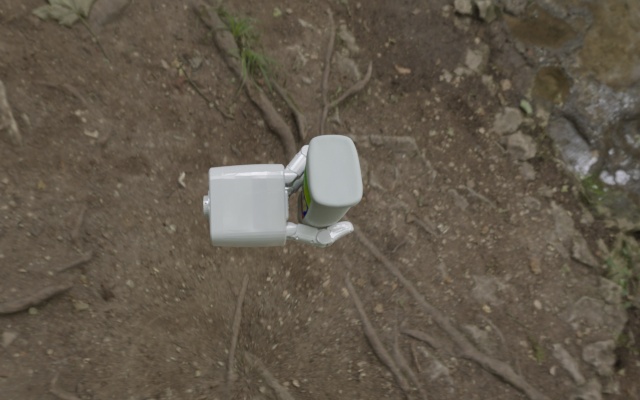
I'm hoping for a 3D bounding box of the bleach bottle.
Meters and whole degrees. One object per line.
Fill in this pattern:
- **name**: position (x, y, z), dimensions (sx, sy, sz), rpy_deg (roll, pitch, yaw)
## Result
- **bleach bottle**: position (0.000, 0.002, 0.708), dimensions (0.068, 0.102, 0.251), rpy_deg (-2, -20, -9)
